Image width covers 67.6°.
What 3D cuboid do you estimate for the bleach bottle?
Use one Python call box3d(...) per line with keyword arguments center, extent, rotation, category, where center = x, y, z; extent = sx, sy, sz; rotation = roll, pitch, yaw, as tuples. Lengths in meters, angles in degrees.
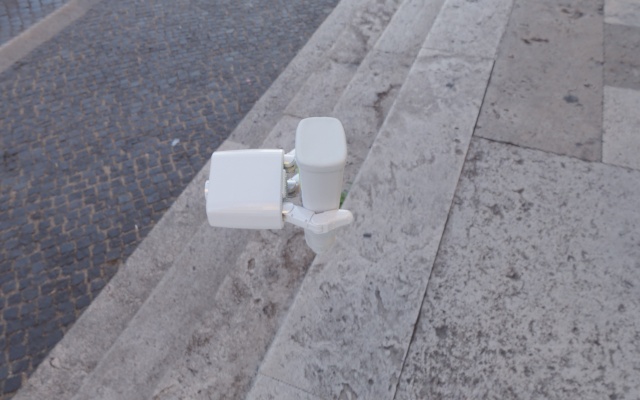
box3d(center=(0.000, 0.002, 0.716), extent=(0.068, 0.102, 0.251), rotation=(-1, -42, -1), category="bleach bottle")
